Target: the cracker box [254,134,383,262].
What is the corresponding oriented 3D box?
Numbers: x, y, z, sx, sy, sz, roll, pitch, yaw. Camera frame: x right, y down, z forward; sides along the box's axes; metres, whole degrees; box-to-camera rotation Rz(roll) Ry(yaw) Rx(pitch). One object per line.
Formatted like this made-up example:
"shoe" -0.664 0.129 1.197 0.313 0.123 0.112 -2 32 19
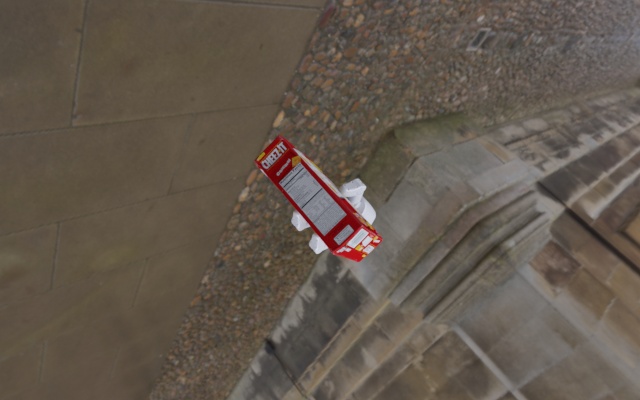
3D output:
"cracker box" 0.000 0.003 0.821 0.072 0.213 0.164 -44 -21 5
